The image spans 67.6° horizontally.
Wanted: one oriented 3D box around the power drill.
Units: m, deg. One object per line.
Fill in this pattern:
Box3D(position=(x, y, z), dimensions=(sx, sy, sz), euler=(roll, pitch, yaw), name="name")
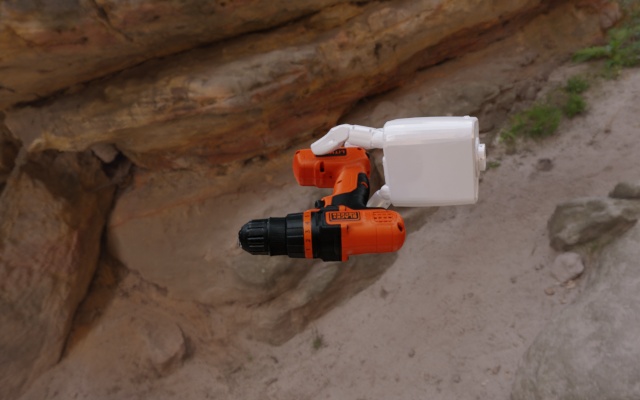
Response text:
Box3D(position=(0.000, 0.002, 0.586), dimensions=(0.184, 0.057, 0.187), euler=(-1, 35, 0), name="power drill")
